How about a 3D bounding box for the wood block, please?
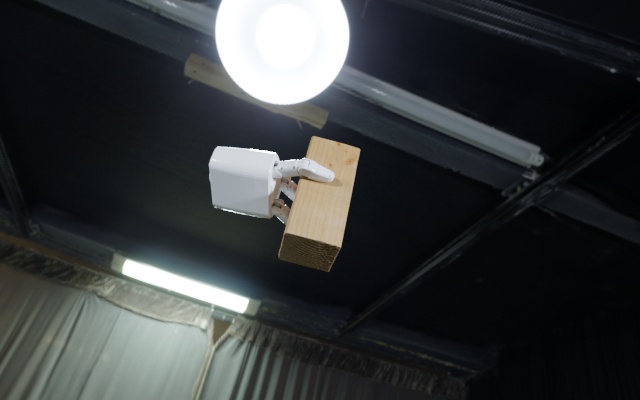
[{"bbox_3d":[0.000,0.002,0.813,0.090,0.206,0.091,15,-35,-3],"label":"wood block"}]
